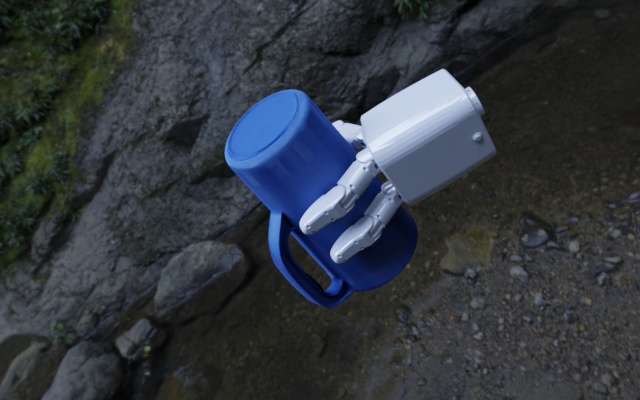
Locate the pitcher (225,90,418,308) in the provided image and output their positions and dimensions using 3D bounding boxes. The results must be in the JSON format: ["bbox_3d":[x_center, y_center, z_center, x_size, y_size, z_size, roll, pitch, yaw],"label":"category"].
[{"bbox_3d":[0.000,0.002,0.550,0.145,0.149,0.243,-30,-50,16],"label":"pitcher"}]
